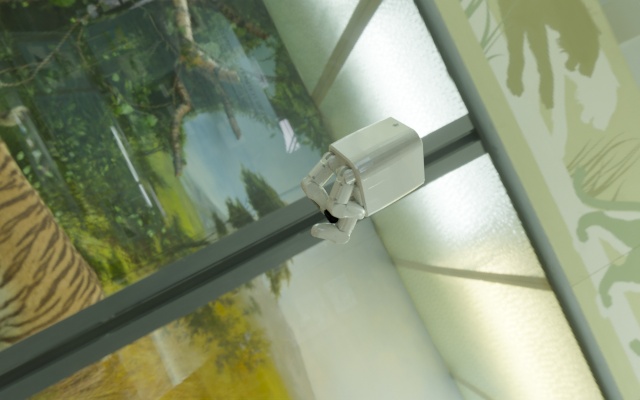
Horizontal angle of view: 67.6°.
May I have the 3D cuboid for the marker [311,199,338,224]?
[{"bbox_3d":[0.000,0.003,0.755,0.020,0.020,0.121,0,26,-25],"label":"marker"}]
